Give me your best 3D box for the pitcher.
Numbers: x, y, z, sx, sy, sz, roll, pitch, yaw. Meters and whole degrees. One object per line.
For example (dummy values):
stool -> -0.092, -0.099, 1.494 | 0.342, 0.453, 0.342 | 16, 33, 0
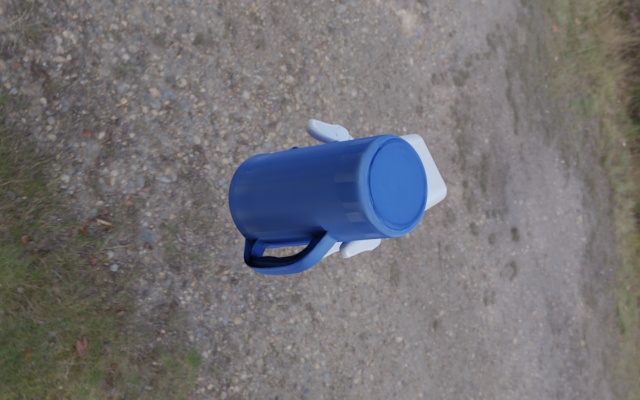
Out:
pitcher -> 0.000, 0.002, 0.575 | 0.145, 0.149, 0.243 | -18, 8, -39
